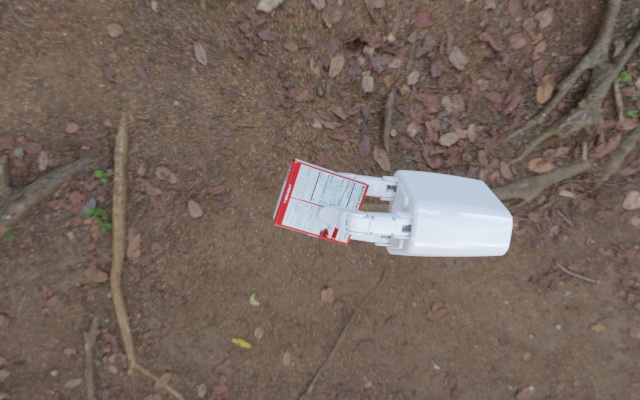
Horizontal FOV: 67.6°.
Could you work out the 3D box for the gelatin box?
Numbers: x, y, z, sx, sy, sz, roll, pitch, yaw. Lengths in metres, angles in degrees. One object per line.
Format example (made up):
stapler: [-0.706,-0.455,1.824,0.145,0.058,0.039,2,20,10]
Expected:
gelatin box: [0.000,0.002,0.528,0.089,0.073,0.030,17,8,-13]
